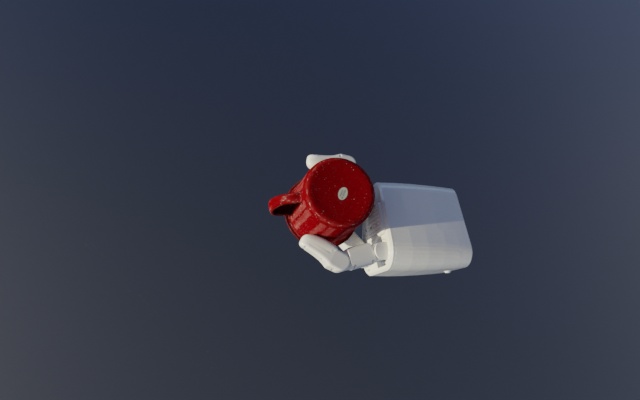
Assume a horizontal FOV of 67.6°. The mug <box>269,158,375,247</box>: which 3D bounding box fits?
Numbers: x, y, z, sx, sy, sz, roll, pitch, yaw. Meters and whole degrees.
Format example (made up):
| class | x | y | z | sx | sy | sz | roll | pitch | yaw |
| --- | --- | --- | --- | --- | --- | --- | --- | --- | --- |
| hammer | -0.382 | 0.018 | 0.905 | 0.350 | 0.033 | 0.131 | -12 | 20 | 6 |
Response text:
| class | x | y | z | sx | sy | sz | roll | pitch | yaw |
| --- | --- | --- | --- | --- | --- | --- | --- | --- | --- |
| mug | -0.001 | 0.002 | 0.541 | 0.117 | 0.093 | 0.081 | 0 | -17 | -15 |
